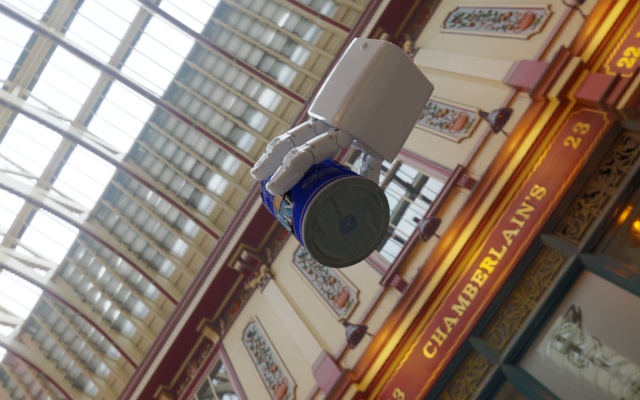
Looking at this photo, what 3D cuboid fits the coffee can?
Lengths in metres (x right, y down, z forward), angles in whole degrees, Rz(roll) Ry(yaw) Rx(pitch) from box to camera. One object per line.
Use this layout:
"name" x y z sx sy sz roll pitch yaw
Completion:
"coffee can" 0.000 0.002 0.555 0.103 0.103 0.140 0 20 -27
